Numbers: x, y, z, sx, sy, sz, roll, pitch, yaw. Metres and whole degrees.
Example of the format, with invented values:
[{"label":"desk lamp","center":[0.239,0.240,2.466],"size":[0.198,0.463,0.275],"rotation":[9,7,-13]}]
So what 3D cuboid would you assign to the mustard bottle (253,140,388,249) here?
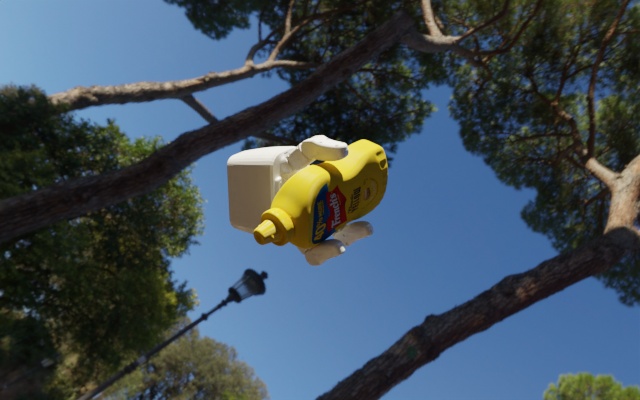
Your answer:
[{"label":"mustard bottle","center":[0.001,0.002,0.552],"size":[0.058,0.096,0.191],"rotation":[31,42,32]}]
